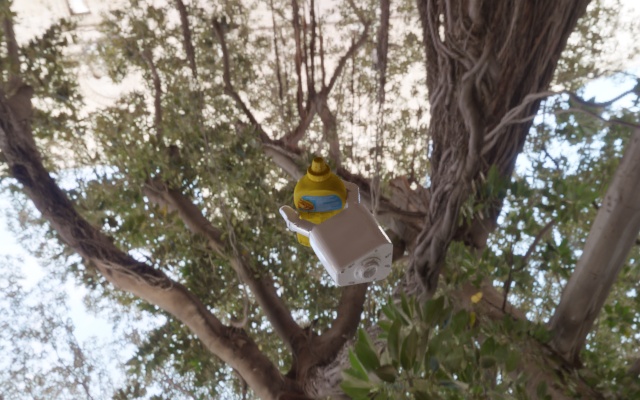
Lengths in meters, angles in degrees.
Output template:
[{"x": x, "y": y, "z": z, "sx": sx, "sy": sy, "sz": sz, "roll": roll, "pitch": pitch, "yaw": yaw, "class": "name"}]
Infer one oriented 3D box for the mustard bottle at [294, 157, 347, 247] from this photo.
[{"x": 0.000, "y": 0.003, "z": 0.880, "sx": 0.096, "sy": 0.192, "sz": 0.058, "roll": -1, "pitch": 41, "yaw": 3, "class": "mustard bottle"}]
